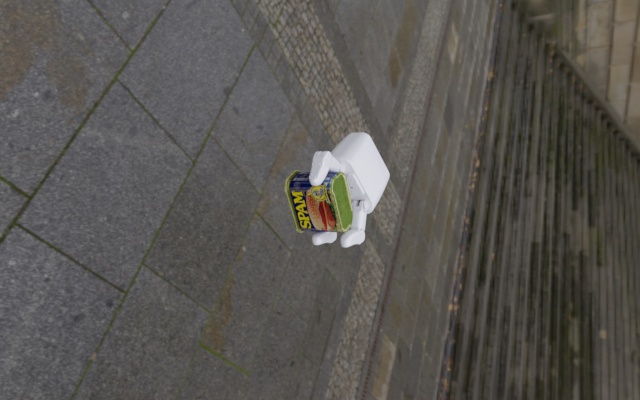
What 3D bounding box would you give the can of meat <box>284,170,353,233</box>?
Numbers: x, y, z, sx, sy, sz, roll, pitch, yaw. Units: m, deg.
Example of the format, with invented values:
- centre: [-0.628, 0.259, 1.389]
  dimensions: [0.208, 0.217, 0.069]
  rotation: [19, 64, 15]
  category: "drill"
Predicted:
- centre: [0.000, 0.002, 0.763]
  dimensions: [0.084, 0.102, 0.057]
  rotation: [1, 30, 28]
  category: "can of meat"
